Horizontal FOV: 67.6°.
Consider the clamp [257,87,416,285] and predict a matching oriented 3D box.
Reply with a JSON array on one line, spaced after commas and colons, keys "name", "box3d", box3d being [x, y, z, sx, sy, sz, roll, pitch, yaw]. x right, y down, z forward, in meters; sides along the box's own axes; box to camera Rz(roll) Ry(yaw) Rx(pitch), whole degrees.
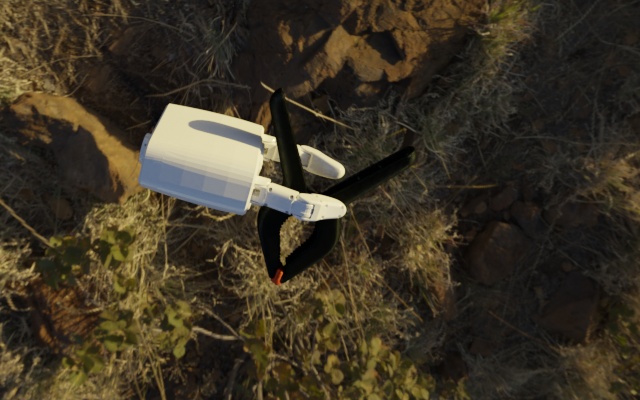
[{"name": "clamp", "box3d": [0.000, 0.002, 0.520, 0.164, 0.210, 0.036, 16, 19, -9]}]
